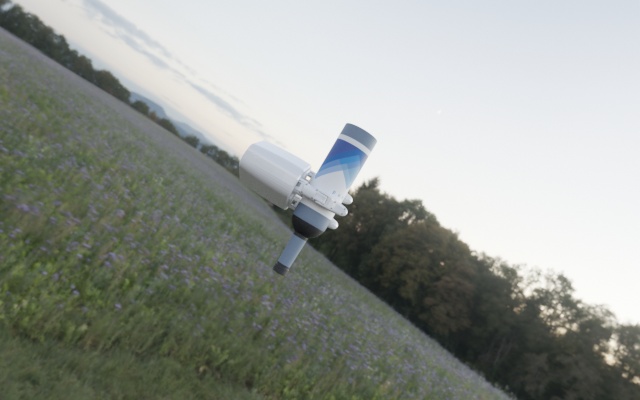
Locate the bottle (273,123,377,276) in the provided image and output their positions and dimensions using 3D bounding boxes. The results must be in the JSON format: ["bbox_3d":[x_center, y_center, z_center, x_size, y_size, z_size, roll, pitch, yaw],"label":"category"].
[{"bbox_3d":[0.000,0.003,0.862,0.069,0.295,0.069,31,-2,1],"label":"bottle"}]
